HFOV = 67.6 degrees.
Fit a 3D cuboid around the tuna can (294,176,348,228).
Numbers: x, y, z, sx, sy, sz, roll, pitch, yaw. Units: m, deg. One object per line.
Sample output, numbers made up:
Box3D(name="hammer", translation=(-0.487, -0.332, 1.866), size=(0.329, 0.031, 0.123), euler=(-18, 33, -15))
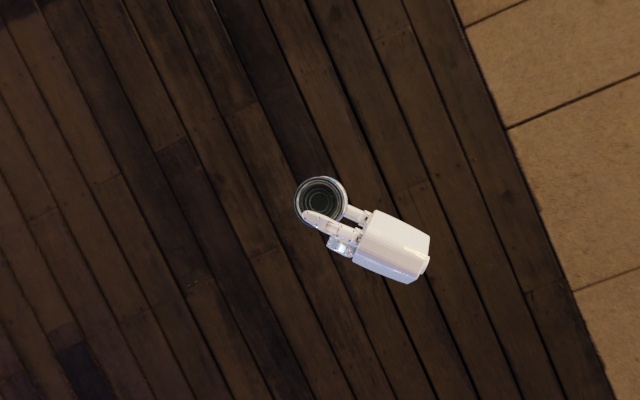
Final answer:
Box3D(name="tuna can", translation=(0.000, 0.003, 0.785), size=(0.086, 0.086, 0.034), euler=(0, 3, 12))
